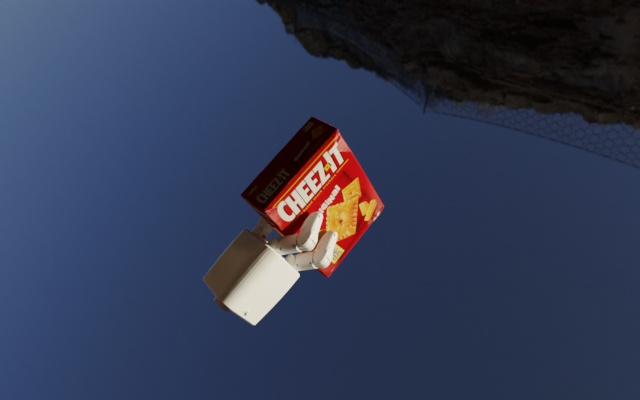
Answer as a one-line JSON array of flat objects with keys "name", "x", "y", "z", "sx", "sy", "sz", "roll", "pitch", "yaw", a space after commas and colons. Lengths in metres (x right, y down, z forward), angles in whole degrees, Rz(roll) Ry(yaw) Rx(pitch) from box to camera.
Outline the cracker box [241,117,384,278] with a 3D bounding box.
[{"name": "cracker box", "x": 0.000, "y": 0.003, "z": 0.762, "sx": 0.072, "sy": 0.164, "sz": 0.214, "roll": 31, "pitch": -15, "yaw": 41}]
